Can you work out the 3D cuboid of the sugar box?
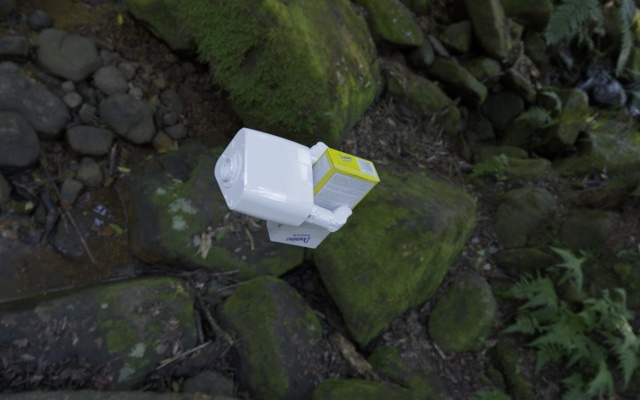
[{"bbox_3d":[0.000,0.002,0.735,0.093,0.048,0.176,15,-46,-37],"label":"sugar box"}]
